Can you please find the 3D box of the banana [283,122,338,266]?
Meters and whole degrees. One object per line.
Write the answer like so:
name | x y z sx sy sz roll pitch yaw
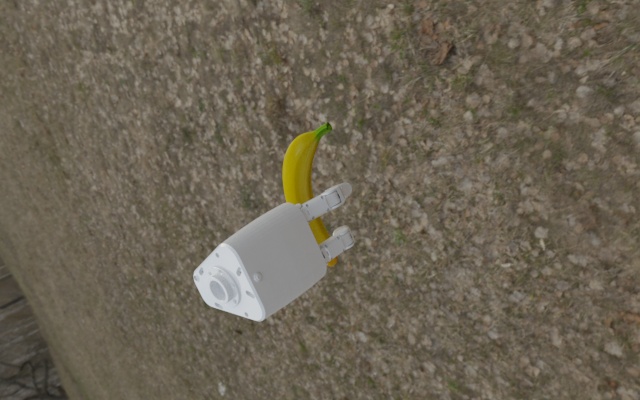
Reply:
banana | -0.016 -0.004 0.630 0.069 0.198 0.037 10 26 32
